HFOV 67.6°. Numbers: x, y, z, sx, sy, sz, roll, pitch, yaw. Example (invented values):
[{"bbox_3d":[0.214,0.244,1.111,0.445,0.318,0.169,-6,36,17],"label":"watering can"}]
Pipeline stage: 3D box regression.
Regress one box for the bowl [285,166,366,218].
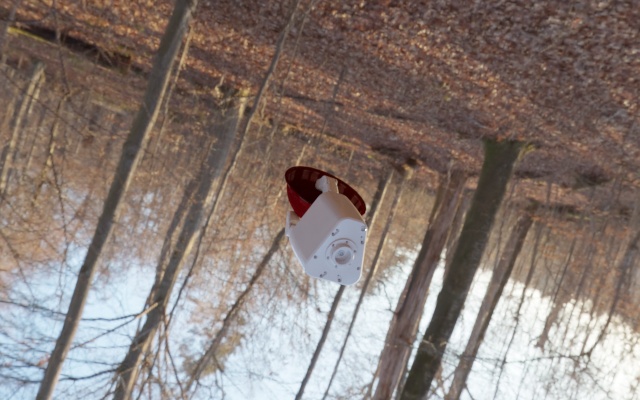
[{"bbox_3d":[0.000,0.003,0.872,0.162,0.055,0.162,22,26,-11],"label":"bowl"}]
